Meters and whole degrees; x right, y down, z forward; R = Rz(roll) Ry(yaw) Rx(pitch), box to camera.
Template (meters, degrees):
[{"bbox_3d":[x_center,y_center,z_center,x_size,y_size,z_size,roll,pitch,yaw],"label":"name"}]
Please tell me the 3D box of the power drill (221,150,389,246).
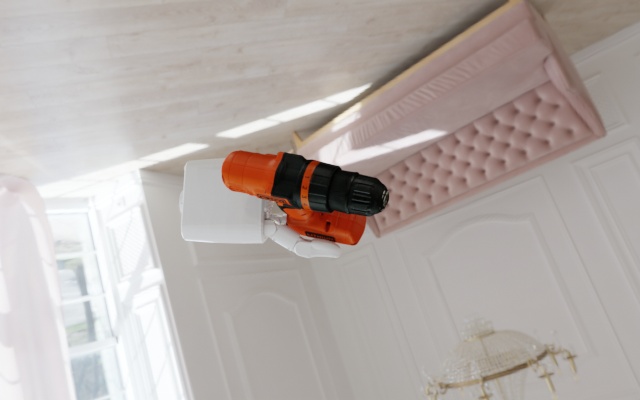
[{"bbox_3d":[0.000,0.002,0.559,0.184,0.057,0.188,13,-15,20],"label":"power drill"}]
